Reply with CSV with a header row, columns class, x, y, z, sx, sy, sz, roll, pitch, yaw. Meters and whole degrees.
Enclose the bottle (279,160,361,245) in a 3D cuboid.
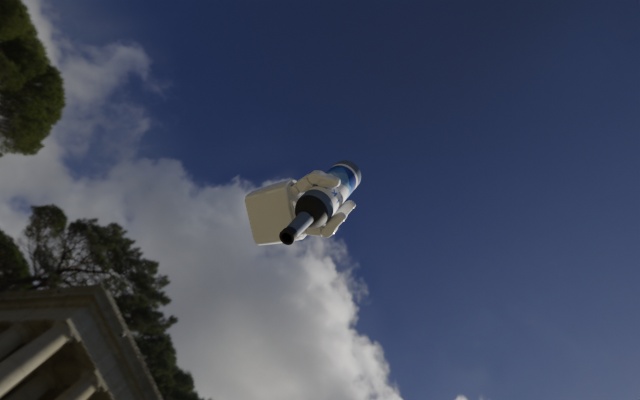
class,x,y,z,sx,sy,sz,roll,pitch,yaw
bottle,0.000,0.003,0.899,0.069,0.069,0.295,0,23,24
